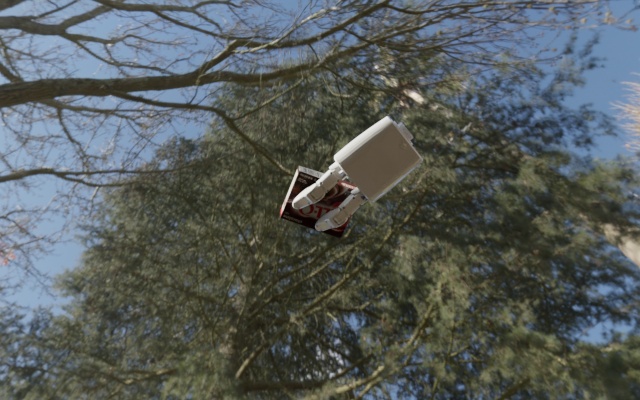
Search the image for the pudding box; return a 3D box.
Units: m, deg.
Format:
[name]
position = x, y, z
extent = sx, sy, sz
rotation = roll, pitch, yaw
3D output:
[pudding box]
position = 0.000, 0.002, 0.793
extent = 0.113, 0.090, 0.039
rotation = 20, 21, -9
